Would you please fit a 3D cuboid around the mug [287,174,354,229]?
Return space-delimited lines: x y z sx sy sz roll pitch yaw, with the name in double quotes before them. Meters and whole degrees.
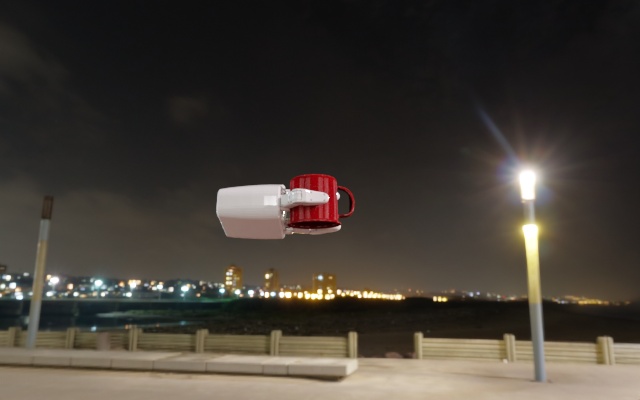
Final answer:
"mug" 0.002 0.002 0.824 0.117 0.081 0.093 -1 -11 0
